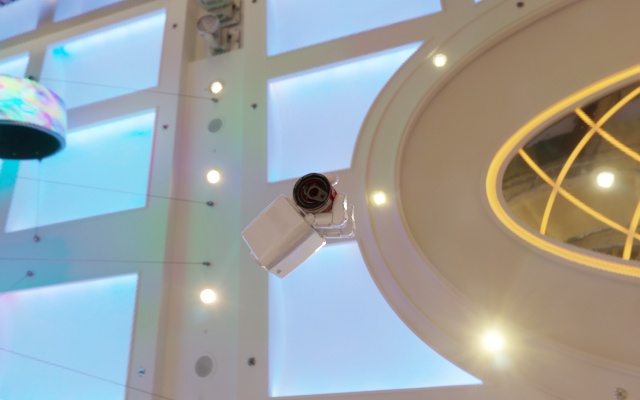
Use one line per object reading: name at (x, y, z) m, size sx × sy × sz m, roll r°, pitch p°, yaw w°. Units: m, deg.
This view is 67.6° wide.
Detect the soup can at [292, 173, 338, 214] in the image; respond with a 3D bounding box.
soup can at (0.001, 0.002, 0.843) m, size 0.068 × 0.068 × 0.102 m, roll 0°, pitch -22°, yaw 19°
